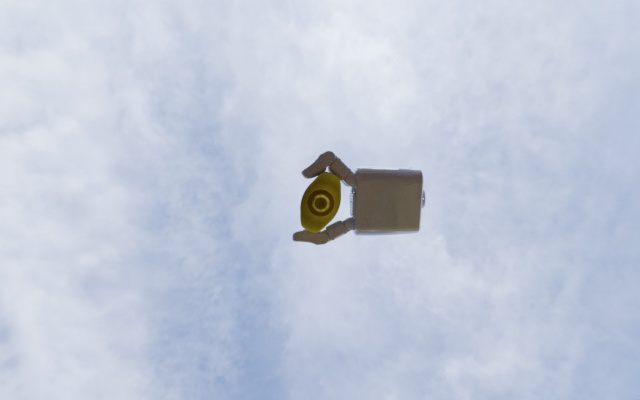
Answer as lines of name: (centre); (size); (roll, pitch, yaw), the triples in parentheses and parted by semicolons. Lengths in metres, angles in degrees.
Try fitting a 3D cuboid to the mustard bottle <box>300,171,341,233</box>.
mustard bottle: (0.000, 0.002, 0.758); (0.058, 0.096, 0.191); (24, 1, -2)
